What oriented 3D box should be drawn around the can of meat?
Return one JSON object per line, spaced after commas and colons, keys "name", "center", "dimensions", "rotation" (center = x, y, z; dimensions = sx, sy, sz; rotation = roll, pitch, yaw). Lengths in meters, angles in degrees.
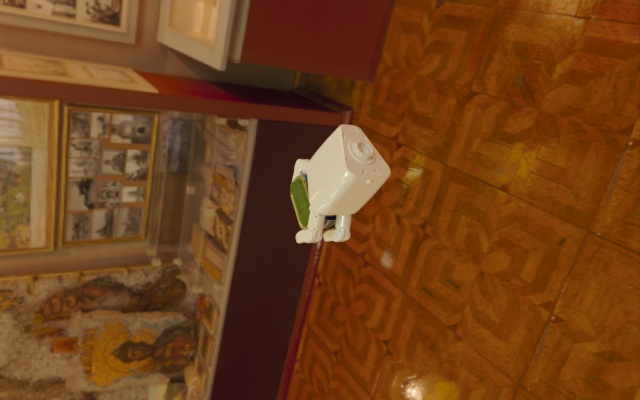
{"name": "can of meat", "center": [0.000, 0.003, 0.854], "dimensions": [0.084, 0.102, 0.057], "rotation": [-1, -29, -35]}
